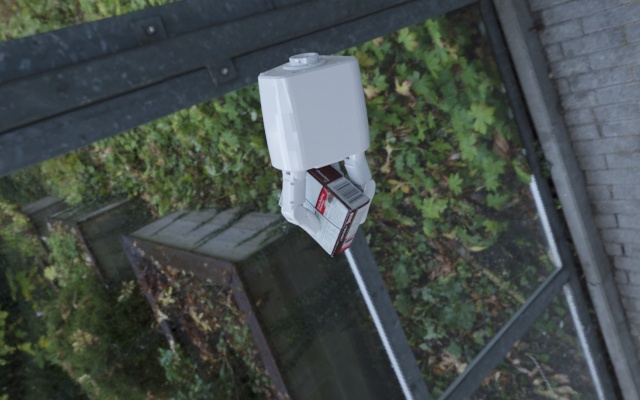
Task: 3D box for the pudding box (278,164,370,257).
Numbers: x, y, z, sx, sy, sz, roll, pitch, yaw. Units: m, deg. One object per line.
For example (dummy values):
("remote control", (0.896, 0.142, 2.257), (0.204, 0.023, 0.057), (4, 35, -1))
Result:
("pudding box", (0.000, 0.002, 0.605), (0.039, 0.090, 0.113), (-26, 58, -37))
